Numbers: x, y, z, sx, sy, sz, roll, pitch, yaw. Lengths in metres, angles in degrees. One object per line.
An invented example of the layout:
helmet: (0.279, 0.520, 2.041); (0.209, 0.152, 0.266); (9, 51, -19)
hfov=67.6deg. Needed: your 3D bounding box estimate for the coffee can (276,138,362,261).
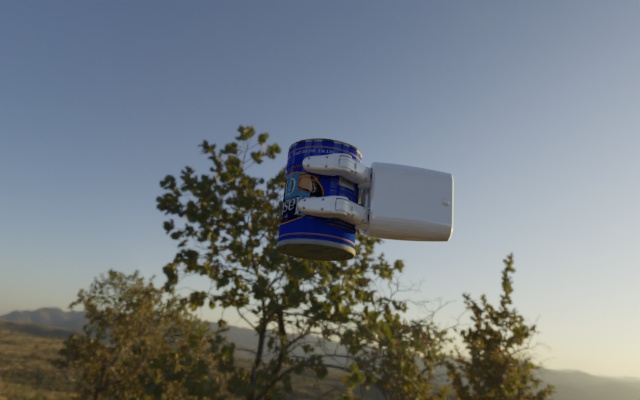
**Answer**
coffee can: (0.000, 0.002, 0.639); (0.103, 0.140, 0.103); (5, -17, 2)
